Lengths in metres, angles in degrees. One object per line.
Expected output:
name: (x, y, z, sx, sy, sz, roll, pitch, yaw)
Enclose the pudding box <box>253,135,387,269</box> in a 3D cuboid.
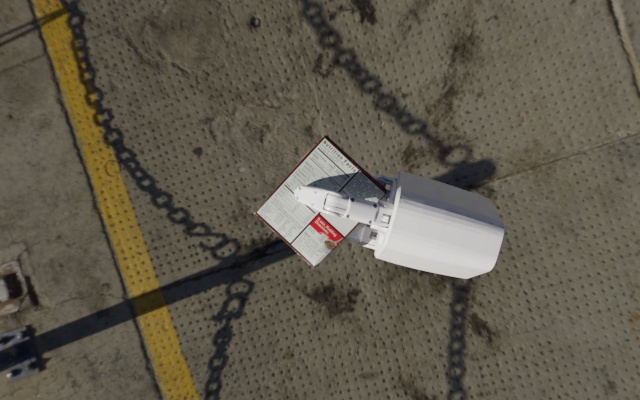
pudding box: (0.000, 0.002, 0.503, 0.090, 0.113, 0.039, 43, 3, 1)
